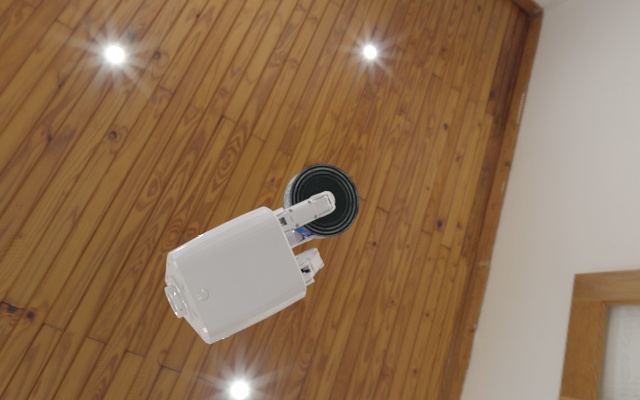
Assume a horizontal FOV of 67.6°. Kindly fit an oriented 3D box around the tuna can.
[{"bbox_3d":[0.000,0.002,0.562,0.086,0.086,0.034,0,-9,-22],"label":"tuna can"}]
